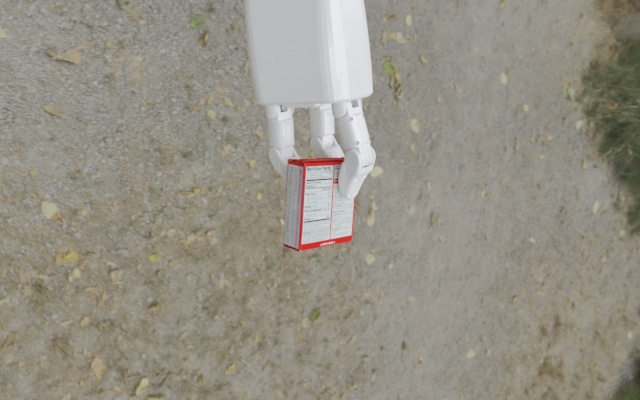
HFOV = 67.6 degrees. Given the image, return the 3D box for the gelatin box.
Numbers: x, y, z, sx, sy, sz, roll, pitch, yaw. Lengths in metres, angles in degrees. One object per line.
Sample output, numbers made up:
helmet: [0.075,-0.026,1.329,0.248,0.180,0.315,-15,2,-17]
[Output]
gelatin box: [0.000,0.002,0.482,0.073,0.089,0.030,-7,15,-42]
